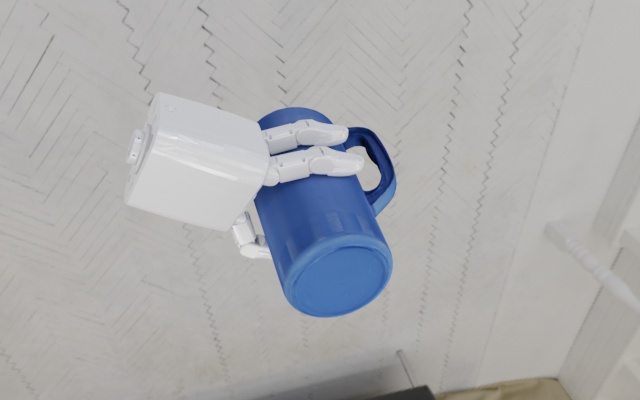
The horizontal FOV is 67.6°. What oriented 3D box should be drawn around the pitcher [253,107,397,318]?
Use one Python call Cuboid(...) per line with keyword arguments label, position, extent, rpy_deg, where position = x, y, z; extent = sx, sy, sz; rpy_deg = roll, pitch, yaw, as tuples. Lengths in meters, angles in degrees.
Cuboid(label="pitcher", position=(0.000, 0.002, 0.531), extent=(0.145, 0.149, 0.242), rpy_deg=(18, 29, -28))
